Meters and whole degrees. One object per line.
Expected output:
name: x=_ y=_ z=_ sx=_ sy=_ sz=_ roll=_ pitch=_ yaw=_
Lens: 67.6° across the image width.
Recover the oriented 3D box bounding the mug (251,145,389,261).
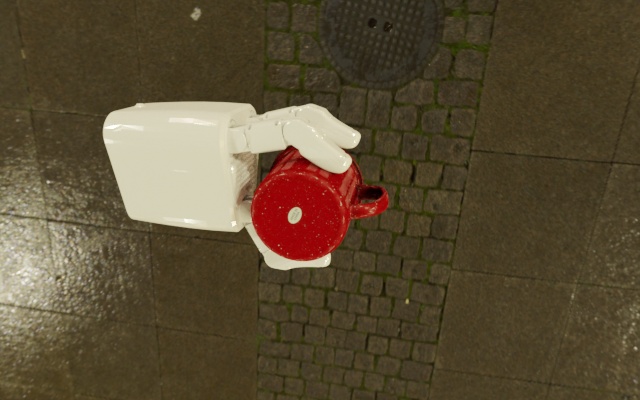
mug: x=0.001 y=0.002 z=0.416 sx=0.117 sy=0.093 sz=0.081 roll=3 pitch=21 yaw=9
